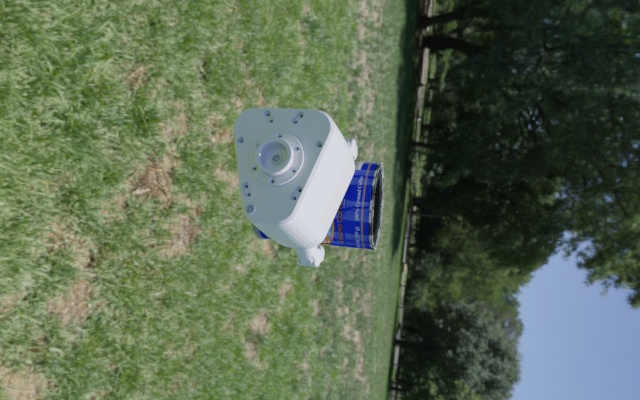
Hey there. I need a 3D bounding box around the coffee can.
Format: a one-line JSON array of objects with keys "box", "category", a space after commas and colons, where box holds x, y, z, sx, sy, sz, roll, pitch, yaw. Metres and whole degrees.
[{"box": [0.000, 0.002, 0.571, 0.140, 0.103, 0.103, 5, 1, 13], "category": "coffee can"}]
